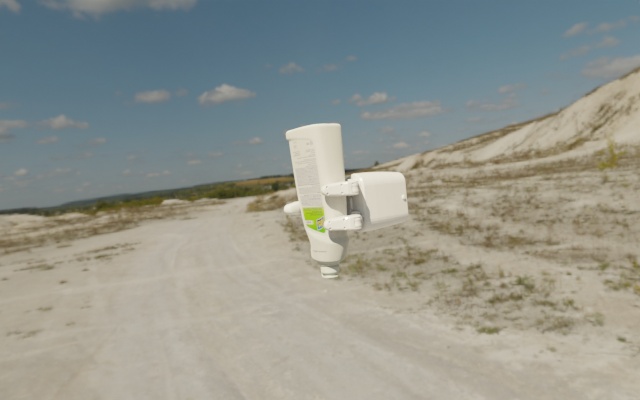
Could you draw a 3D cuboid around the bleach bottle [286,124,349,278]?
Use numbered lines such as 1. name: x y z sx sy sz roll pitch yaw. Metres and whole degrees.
1. bleach bottle: 0.000 0.003 0.802 0.068 0.251 0.102 -7 3 -35
